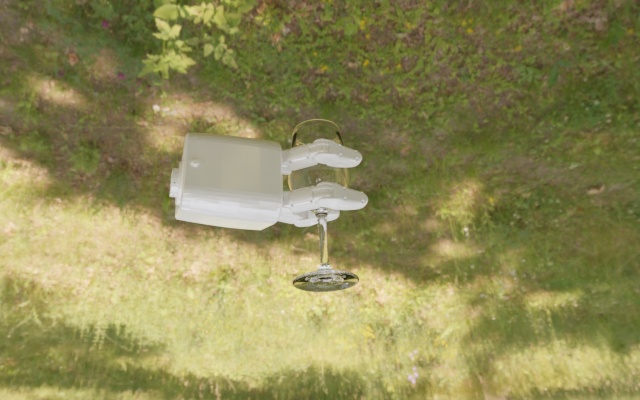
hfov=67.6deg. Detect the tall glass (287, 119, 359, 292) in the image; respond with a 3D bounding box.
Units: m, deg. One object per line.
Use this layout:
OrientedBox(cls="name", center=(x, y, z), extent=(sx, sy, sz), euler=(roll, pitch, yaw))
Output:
OrientedBox(cls="tall glass", center=(0.000, 0.003, 0.571), extent=(0.079, 0.201, 0.079), euler=(-3, -27, -1))
